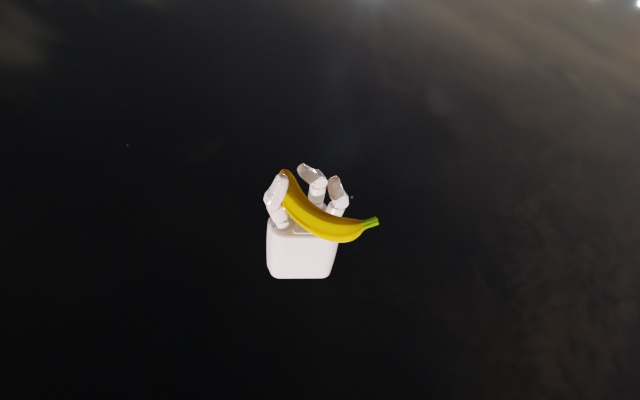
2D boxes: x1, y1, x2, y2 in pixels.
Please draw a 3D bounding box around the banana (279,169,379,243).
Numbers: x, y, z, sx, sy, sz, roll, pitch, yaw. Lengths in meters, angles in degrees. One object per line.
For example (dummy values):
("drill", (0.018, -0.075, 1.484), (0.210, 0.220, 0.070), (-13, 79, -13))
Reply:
("banana", (-0.010, 0.013, 0.712), (0.197, 0.037, 0.069), (30, 51, 33))
